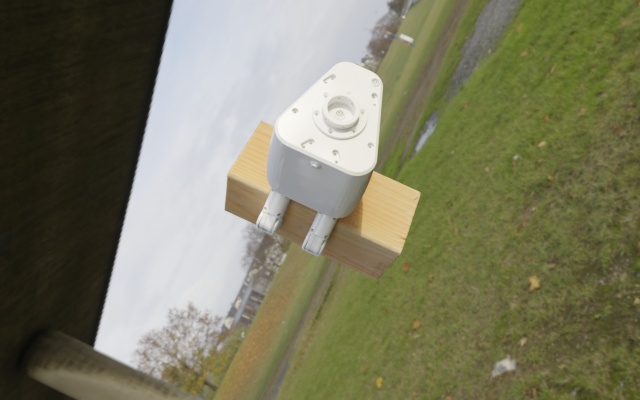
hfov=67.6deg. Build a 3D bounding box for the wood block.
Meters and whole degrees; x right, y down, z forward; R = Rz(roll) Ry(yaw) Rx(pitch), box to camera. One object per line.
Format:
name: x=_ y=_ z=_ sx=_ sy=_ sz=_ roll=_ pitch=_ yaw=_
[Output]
wood block: x=0.000 y=0.001 z=0.572 sx=0.206 sy=0.090 sz=0.090 roll=25 pitch=-32 yaw=1
